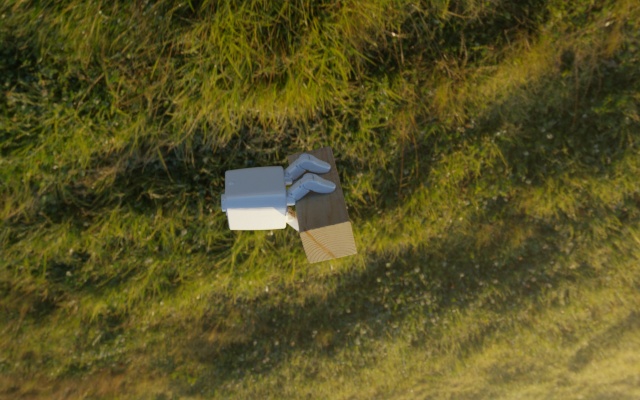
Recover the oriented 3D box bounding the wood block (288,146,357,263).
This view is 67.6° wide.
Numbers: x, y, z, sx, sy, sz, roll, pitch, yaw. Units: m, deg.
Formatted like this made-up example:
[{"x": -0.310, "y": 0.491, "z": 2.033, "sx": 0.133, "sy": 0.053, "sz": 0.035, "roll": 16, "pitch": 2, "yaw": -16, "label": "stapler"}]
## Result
[{"x": 0.000, "y": 0.003, "z": 0.893, "sx": 0.090, "sy": 0.206, "sz": 0.091, "roll": -13, "pitch": -45, "yaw": 1, "label": "wood block"}]
